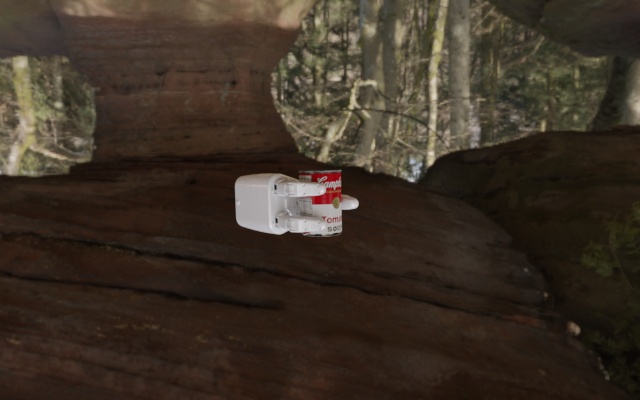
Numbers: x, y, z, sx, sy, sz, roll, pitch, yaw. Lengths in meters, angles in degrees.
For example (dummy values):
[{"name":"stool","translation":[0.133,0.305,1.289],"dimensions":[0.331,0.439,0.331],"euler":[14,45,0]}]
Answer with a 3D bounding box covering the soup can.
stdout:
[{"name":"soup can","translation":[0.001,0.003,0.763],"dimensions":[0.068,0.102,0.068],"euler":[-1,5,0]}]
